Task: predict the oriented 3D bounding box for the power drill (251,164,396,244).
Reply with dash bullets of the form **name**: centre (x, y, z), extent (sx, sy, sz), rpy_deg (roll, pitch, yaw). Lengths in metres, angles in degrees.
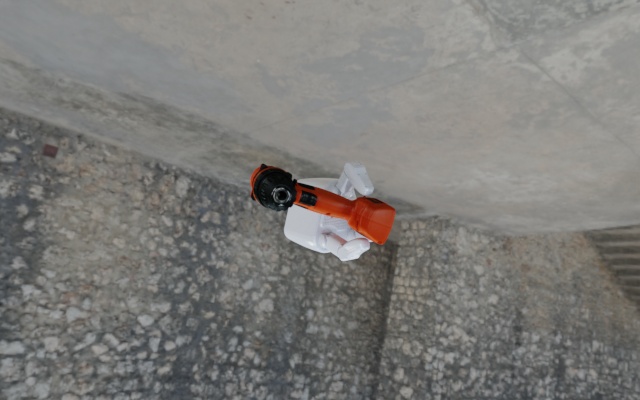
- **power drill**: centre (0.000, 0.002, 0.631), extent (0.188, 0.057, 0.184), rpy_deg (20, 5, -15)
